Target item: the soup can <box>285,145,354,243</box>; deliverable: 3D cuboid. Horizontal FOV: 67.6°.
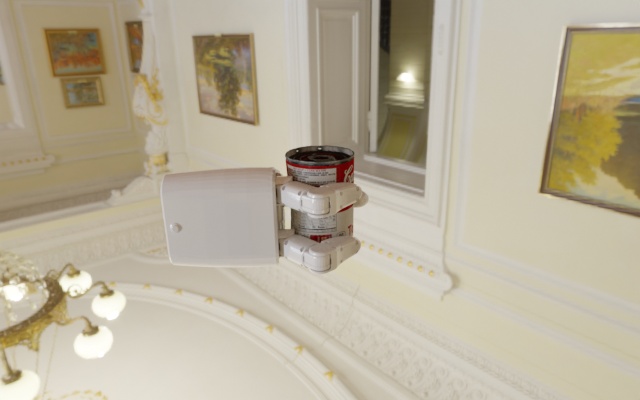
[{"bbox_3d":[0.001,0.002,0.482,0.068,0.102,0.068,-1,19,0],"label":"soup can"}]
